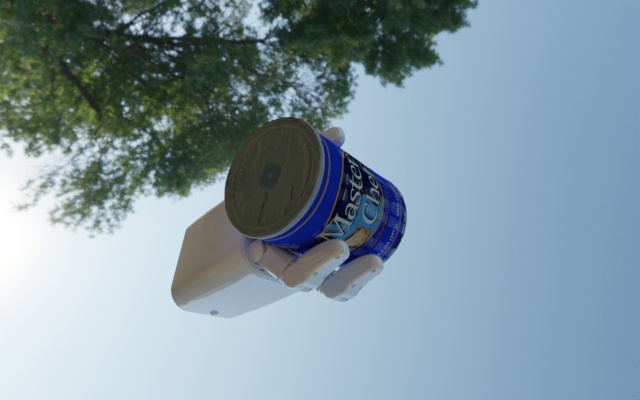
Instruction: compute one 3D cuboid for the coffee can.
[{"bbox_3d":[0.000,0.001,0.430,0.103,0.102,0.140,0,-18,39],"label":"coffee can"}]
